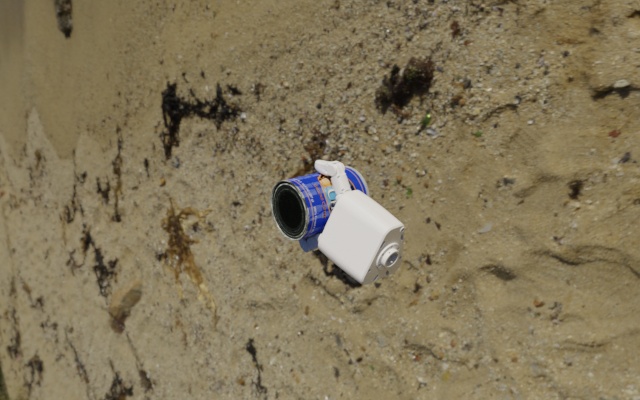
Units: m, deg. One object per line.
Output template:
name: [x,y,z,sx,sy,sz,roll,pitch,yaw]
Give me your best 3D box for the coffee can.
coffee can: [0.000,0.003,0.822,0.140,0.103,0.103,-15,9,-38]
